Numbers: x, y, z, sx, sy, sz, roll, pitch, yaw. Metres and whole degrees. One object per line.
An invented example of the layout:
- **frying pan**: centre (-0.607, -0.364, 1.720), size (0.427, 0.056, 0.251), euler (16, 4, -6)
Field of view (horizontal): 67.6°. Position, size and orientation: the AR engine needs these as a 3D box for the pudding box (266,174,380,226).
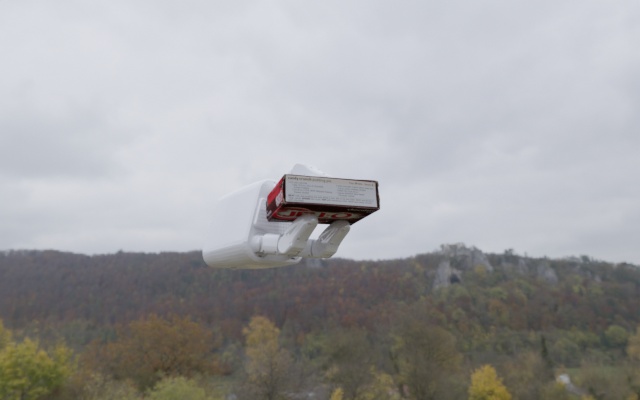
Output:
- **pudding box**: centre (0.000, 0.002, 0.555), size (0.113, 0.039, 0.090), euler (2, -14, -17)
